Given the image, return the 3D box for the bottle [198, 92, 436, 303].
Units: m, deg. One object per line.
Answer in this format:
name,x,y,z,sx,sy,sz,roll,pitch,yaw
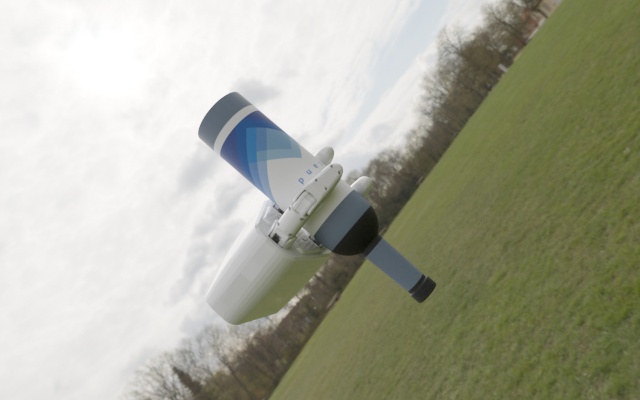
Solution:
bottle,0.000,0.001,0.510,0.295,0.069,0.069,40,5,6
